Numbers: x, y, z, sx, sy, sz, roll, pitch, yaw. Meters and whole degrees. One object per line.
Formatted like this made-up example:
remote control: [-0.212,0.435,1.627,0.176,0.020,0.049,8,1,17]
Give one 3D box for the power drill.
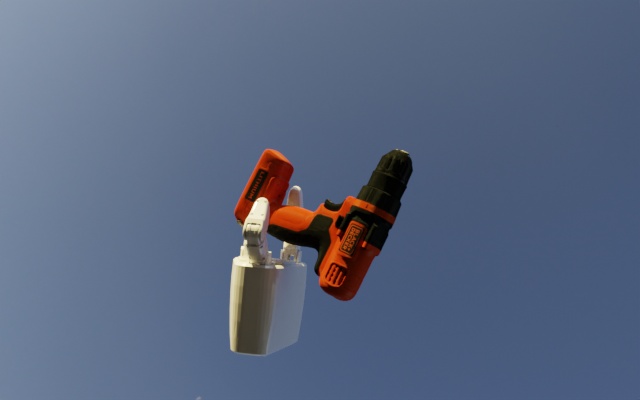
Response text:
power drill: [0.000,0.002,0.575,0.187,0.184,0.057,24,-7,30]
